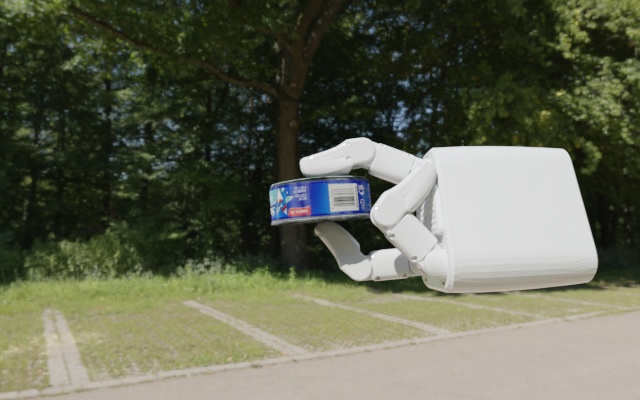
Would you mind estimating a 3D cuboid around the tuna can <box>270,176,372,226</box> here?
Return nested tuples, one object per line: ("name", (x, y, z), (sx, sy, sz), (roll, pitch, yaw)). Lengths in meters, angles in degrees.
("tuna can", (0.000, 0.001, 0.403), (0.086, 0.034, 0.086), (-5, -4, 0))
